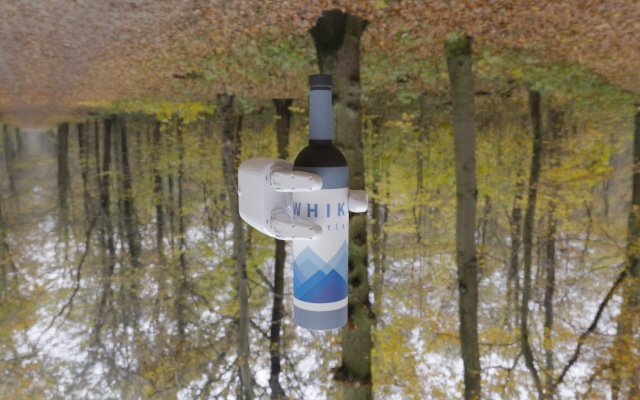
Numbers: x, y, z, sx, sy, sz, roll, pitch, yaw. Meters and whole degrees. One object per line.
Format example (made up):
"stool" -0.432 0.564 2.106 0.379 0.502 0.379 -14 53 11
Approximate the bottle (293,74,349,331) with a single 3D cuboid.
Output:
"bottle" 0.000 0.002 0.569 0.069 0.296 0.069 0 8 0
